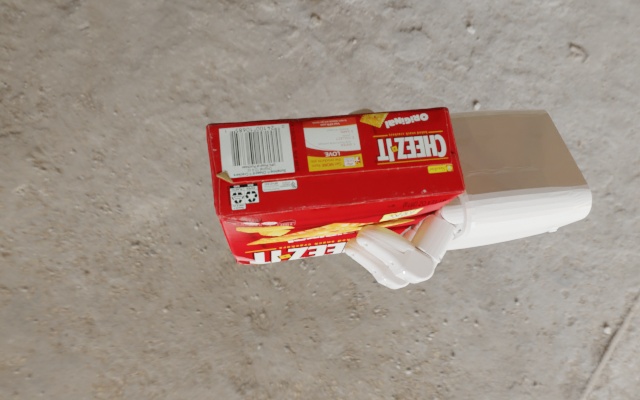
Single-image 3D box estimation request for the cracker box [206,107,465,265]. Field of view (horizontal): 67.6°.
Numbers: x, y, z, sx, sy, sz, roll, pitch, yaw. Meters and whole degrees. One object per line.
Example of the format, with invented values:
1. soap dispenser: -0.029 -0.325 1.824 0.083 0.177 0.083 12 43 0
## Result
1. cracker box: 0.000 0.001 0.405 0.164 0.072 0.214 -6 -15 -8
